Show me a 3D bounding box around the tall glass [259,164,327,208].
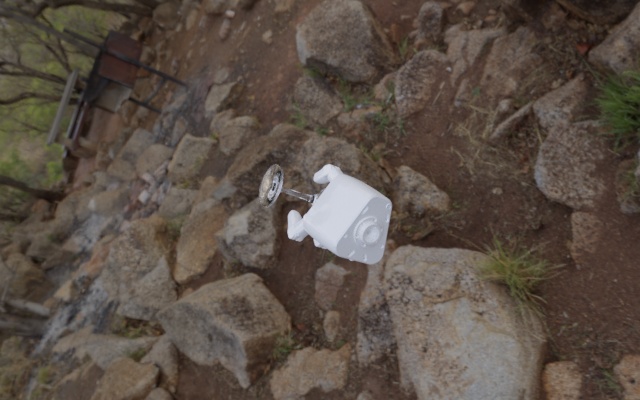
[{"bbox_3d":[0.000,0.002,0.820,0.201,0.079,0.079,18,-10,-31],"label":"tall glass"}]
